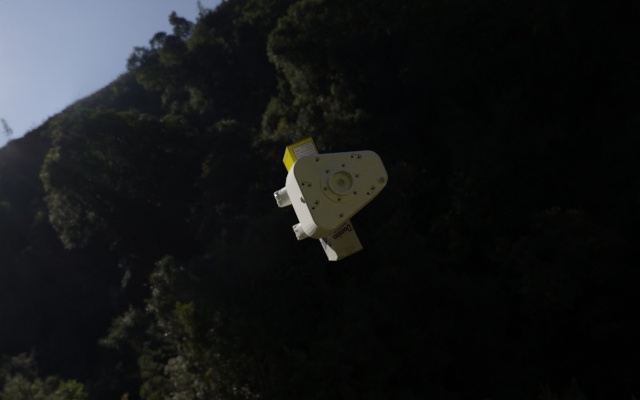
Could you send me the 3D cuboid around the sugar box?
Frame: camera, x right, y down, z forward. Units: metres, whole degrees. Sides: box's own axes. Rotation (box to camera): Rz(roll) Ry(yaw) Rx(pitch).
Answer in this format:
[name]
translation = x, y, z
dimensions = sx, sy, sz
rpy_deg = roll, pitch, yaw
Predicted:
[sugar box]
translation = 0.000, 0.002, 0.708
dimensions = 0.048, 0.176, 0.093
rpy_deg = -22, -5, -10
